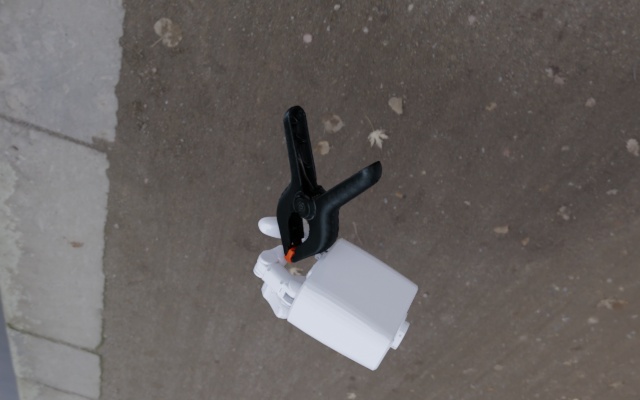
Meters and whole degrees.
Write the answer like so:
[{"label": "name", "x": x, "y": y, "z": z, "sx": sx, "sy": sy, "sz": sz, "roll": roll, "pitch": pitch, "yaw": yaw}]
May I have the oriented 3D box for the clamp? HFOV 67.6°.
[{"label": "clamp", "x": 0.000, "y": 0.002, "z": 0.488, "sx": 0.039, "sy": 0.172, "sz": 0.120, "roll": -21, "pitch": 42, "yaw": -37}]
